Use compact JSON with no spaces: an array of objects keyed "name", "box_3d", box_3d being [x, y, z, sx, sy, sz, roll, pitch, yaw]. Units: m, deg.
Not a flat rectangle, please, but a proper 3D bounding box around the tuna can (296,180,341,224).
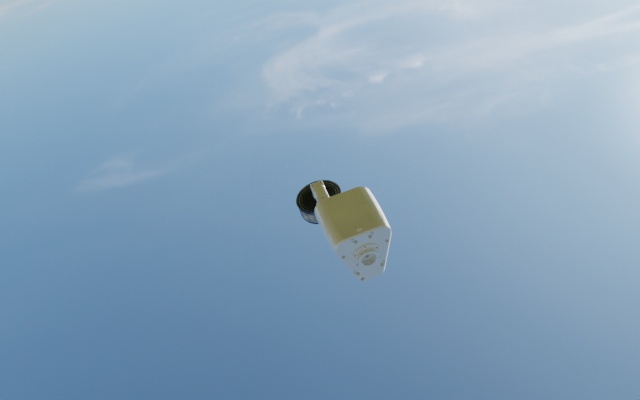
[{"name":"tuna can","box_3d":[0.000,0.003,0.886,0.086,0.034,0.086,-11,42,10]}]
